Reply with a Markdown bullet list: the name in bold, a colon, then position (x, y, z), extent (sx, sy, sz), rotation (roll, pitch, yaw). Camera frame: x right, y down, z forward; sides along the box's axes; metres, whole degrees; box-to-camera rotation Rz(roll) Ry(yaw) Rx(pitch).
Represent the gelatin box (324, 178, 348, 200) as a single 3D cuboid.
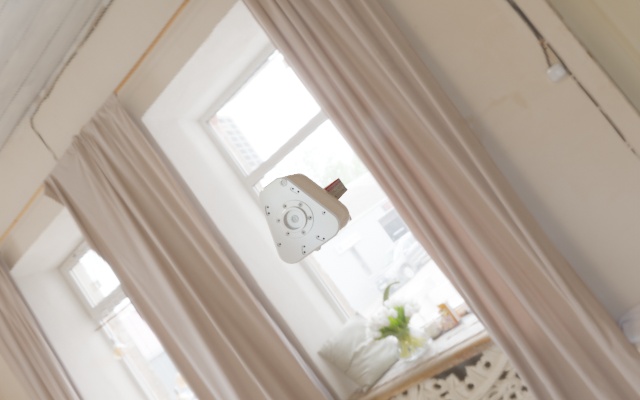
- **gelatin box**: position (0.000, 0.002, 0.774), extent (0.073, 0.030, 0.089), rotation (-36, 3, 22)
